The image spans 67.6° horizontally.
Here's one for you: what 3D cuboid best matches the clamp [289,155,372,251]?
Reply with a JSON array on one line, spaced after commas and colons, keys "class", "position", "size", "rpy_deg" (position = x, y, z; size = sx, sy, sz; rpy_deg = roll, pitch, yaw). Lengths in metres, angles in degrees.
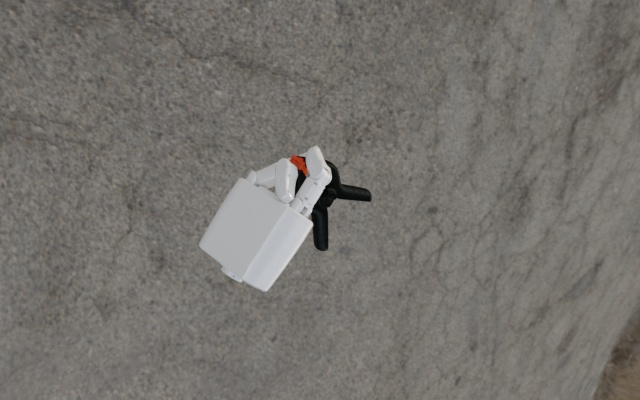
[{"class": "clamp", "position": [0.000, 0.002, 0.691], "size": [0.039, 0.120, 0.171], "rpy_deg": [27, -7, 45]}]
